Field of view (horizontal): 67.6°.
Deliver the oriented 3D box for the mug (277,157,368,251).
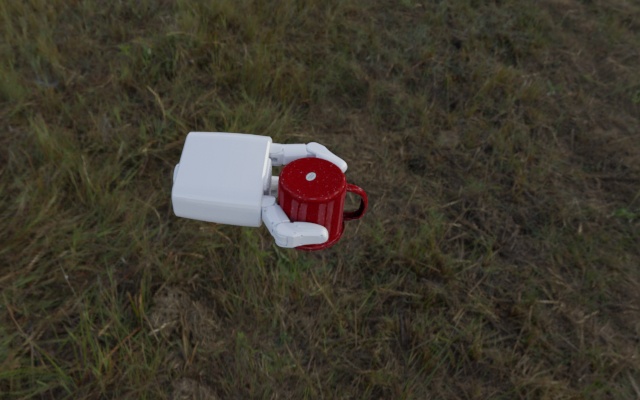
[{"bbox_3d":[0.002,0.002,0.588,0.117,0.082,0.093,4,44,-2],"label":"mug"}]
